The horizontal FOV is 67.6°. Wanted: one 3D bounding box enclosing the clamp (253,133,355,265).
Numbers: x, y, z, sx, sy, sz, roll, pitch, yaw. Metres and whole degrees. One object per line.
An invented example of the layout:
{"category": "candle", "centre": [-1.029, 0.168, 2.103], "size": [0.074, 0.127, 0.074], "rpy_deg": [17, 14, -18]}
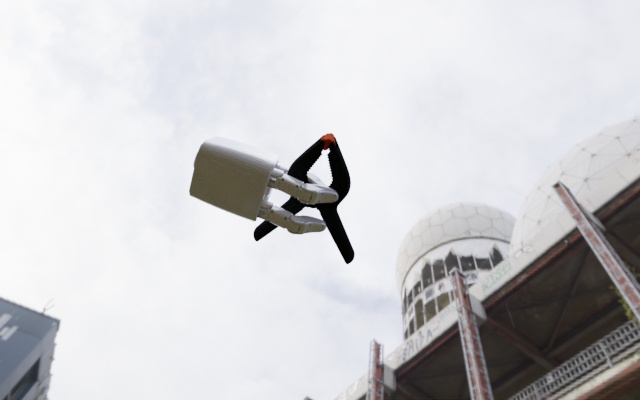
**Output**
{"category": "clamp", "centre": [0.000, 0.001, 0.720], "size": [0.164, 0.210, 0.036], "rpy_deg": [19, 29, -3]}
